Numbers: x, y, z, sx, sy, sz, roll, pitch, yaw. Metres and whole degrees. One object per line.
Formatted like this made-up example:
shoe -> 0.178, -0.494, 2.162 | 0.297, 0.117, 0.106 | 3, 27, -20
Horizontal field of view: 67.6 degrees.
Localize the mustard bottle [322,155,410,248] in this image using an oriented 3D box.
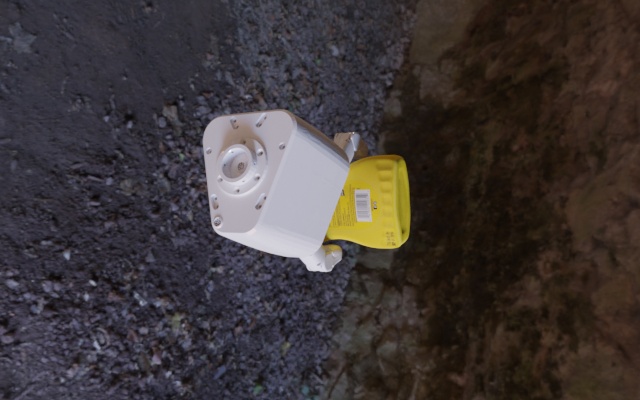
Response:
mustard bottle -> 0.000, 0.002, 0.533 | 0.191, 0.096, 0.058 | -1, 10, 26
